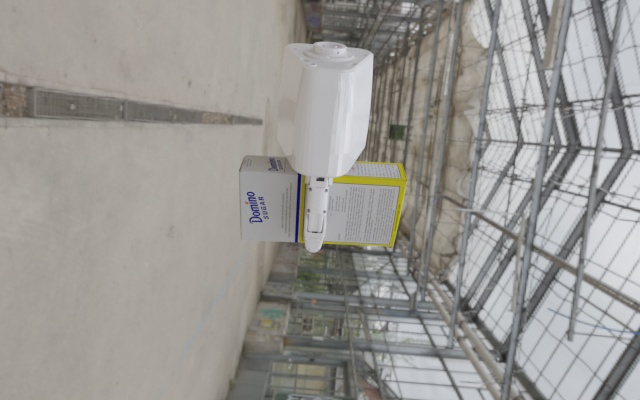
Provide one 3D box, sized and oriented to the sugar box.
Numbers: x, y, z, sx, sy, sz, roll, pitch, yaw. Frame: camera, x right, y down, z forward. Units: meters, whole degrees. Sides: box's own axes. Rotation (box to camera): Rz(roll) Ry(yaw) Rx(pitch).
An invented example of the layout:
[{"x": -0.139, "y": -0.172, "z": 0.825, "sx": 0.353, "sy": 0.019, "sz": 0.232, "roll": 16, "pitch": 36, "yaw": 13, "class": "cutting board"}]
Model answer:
[{"x": 0.000, "y": 0.001, "z": 0.533, "sx": 0.176, "sy": 0.093, "sz": 0.048, "roll": 5, "pitch": 32, "yaw": -1, "class": "sugar box"}]
